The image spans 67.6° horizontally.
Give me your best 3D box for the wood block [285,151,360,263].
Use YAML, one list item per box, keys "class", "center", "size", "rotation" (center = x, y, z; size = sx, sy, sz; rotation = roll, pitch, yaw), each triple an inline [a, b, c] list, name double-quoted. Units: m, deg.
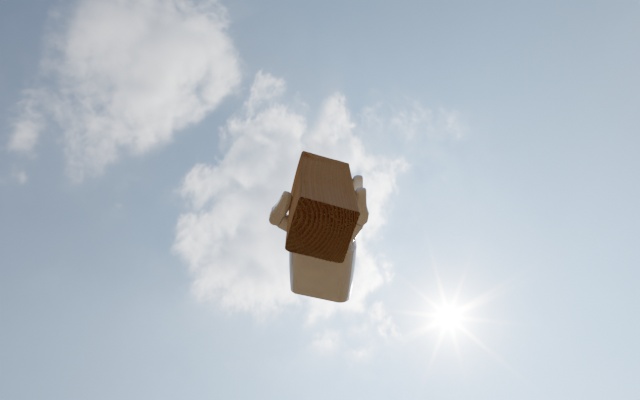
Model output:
- class: "wood block"
  center: [0.000, 0.003, 0.767]
  size: [0.091, 0.090, 0.206]
  rotation: [14, 23, -7]
